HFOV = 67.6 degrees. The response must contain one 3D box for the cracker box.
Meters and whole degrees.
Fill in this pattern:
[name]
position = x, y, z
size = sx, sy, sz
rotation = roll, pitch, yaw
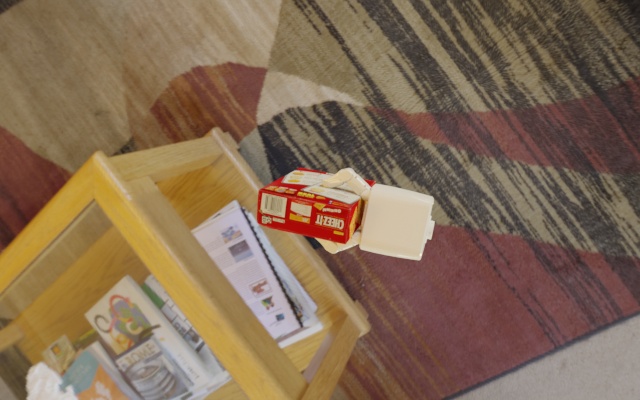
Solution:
[cracker box]
position = 0.000, 0.003, 0.882
size = 0.164, 0.072, 0.213
rotation = 11, 17, 15
